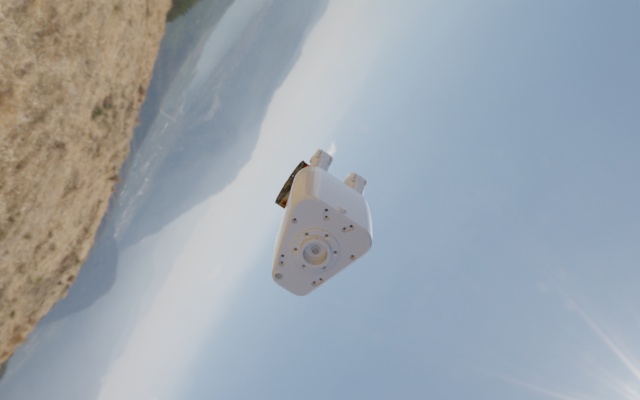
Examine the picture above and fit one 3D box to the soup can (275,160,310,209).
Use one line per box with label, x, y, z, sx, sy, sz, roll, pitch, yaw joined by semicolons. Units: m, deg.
soup can;0.000;0.002;0.638;0.102;0.068;0.068;33;-6;-10
